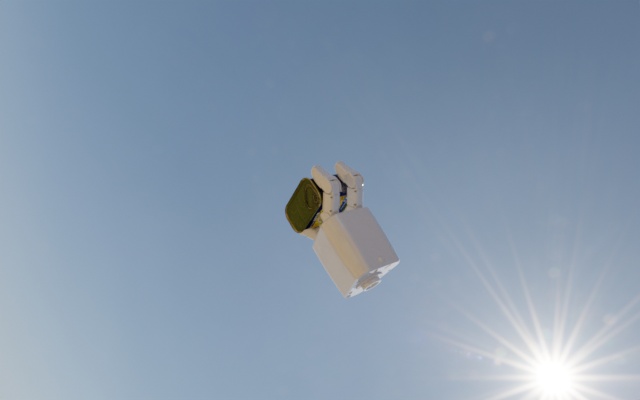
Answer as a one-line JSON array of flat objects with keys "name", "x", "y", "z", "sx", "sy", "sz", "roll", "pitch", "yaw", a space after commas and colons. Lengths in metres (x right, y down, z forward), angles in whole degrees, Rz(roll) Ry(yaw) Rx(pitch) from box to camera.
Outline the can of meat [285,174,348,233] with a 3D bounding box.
[{"name": "can of meat", "x": 0.000, "y": 0.003, "z": 0.811, "sx": 0.084, "sy": 0.057, "sz": 0.102, "roll": -12, "pitch": -32, "yaw": -39}]
